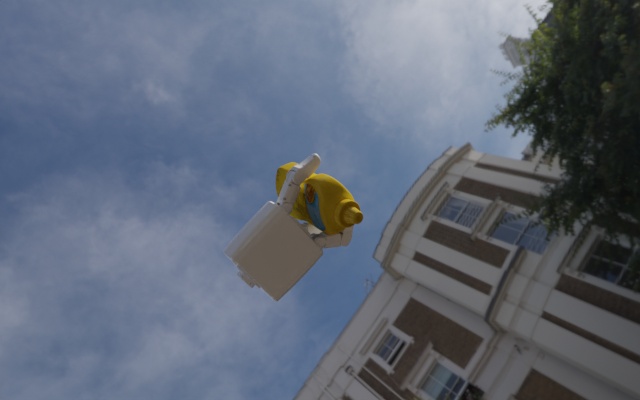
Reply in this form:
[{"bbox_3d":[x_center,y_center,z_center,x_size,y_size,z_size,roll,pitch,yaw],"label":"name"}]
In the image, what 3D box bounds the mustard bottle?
[{"bbox_3d":[0.000,0.002,0.753,0.058,0.096,0.191,-25,27,-27],"label":"mustard bottle"}]
